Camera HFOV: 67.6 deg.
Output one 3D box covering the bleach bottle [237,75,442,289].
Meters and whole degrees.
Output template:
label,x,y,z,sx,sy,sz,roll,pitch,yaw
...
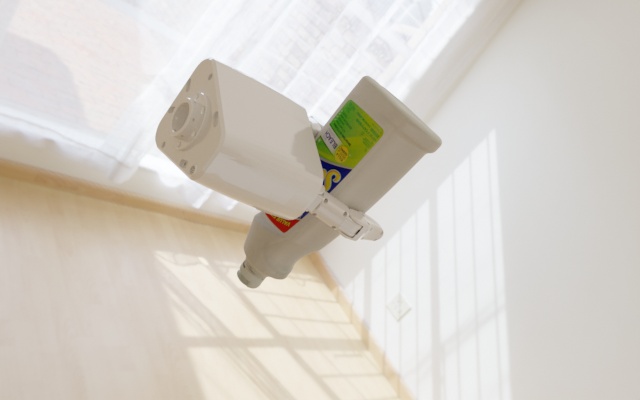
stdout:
label,x,y,z,sx,sy,sz,roll,pitch,yaw
bleach bottle,0.000,0.002,0.486,0.068,0.251,0.102,23,25,-44
